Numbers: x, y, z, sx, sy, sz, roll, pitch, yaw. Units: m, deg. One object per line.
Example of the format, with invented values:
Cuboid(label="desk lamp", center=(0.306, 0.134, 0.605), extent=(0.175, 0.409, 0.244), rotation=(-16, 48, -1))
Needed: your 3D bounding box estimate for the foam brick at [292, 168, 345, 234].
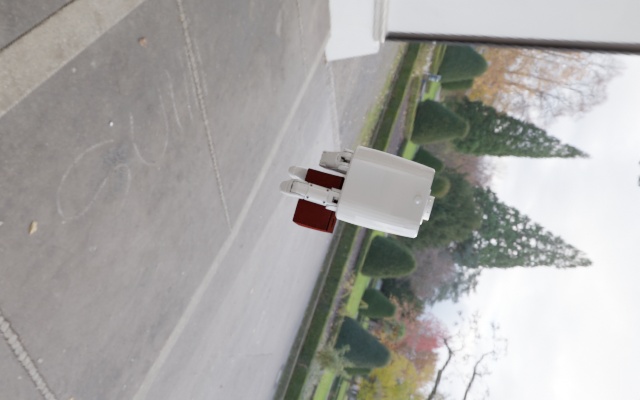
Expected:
Cuboid(label="foam brick", center=(0.000, 0.002, 0.654), extent=(0.051, 0.078, 0.053), rotation=(16, -5, 10))
